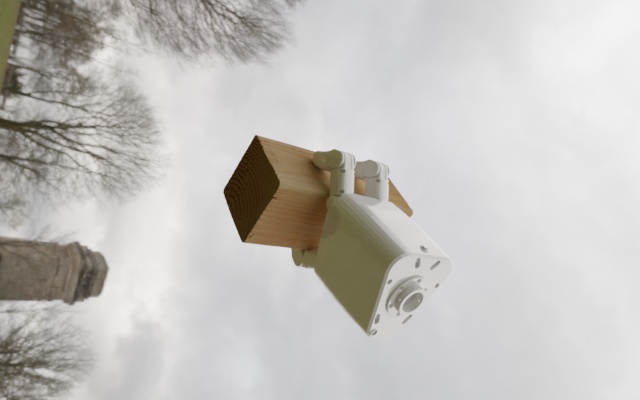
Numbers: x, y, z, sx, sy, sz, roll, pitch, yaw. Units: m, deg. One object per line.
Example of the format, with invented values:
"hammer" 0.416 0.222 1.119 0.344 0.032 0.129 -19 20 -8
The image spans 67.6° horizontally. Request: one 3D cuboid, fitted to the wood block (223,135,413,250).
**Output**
"wood block" 0.000 0.002 0.586 0.206 0.091 0.090 12 35 -39
